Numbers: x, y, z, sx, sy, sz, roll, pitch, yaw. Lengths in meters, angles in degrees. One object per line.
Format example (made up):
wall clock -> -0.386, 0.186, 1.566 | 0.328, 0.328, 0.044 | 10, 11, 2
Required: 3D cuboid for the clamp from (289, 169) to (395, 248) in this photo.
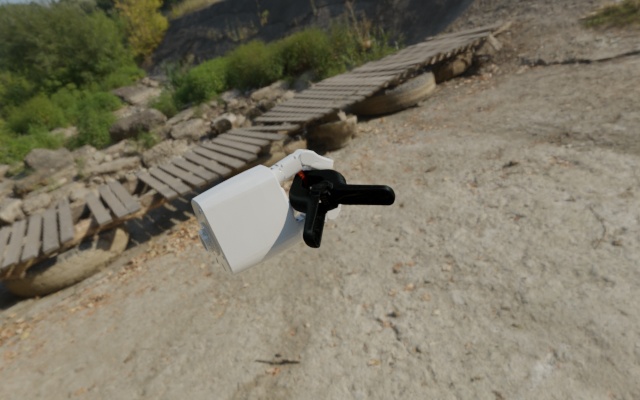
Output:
clamp -> 0.000, 0.001, 0.603 | 0.120, 0.039, 0.171 | -28, 25, -23
